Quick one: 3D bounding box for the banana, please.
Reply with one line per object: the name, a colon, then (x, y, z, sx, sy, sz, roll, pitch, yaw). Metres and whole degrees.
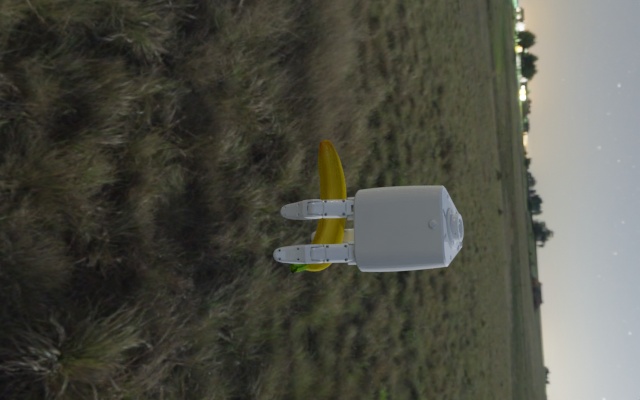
banana: (0.009, 0.014, 0.643, 0.037, 0.197, 0.070, -6, -31, 31)
